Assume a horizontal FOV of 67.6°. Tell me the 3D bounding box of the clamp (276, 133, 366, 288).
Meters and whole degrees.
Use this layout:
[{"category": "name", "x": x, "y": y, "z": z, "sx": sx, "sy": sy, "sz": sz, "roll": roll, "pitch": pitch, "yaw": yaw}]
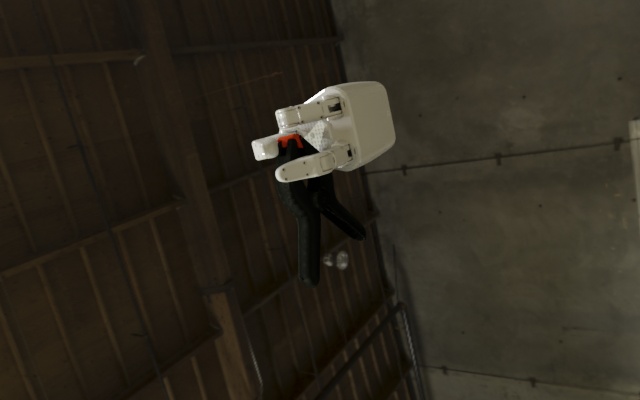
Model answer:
[{"category": "clamp", "x": -0.001, "y": 0.002, "z": 0.560, "sx": 0.039, "sy": 0.171, "sz": 0.120, "roll": -5, "pitch": 14, "yaw": 37}]
